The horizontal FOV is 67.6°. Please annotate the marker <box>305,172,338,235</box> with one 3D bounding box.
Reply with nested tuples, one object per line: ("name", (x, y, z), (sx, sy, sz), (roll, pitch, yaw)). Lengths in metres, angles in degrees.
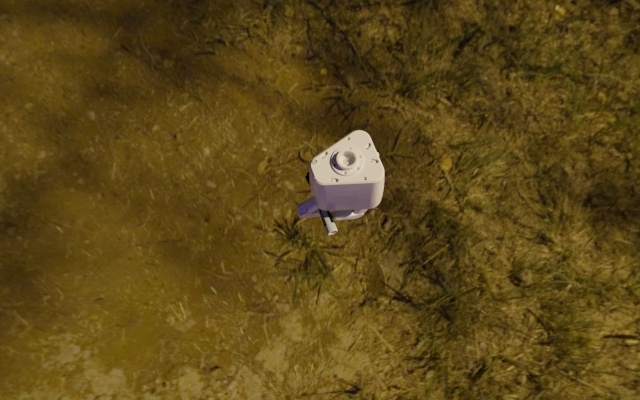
("marker", (0.000, 0.003, 0.837), (0.020, 0.121, 0.020), (-19, -20, -7))
